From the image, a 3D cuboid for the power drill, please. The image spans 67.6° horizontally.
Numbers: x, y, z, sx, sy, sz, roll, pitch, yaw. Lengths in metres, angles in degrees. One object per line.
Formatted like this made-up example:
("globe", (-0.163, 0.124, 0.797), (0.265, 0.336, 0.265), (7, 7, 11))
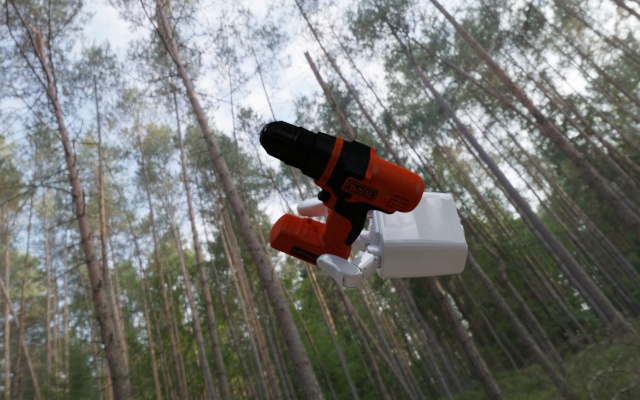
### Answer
("power drill", (0.000, 0.002, 0.557), (0.184, 0.057, 0.188), (23, -39, -7))
